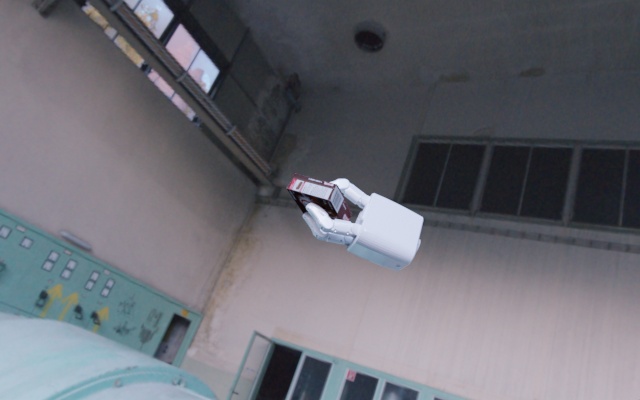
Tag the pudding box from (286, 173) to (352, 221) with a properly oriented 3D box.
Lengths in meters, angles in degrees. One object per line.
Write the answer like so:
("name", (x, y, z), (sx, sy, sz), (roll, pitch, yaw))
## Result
("pudding box", (0.000, 0.003, 0.869), (0.090, 0.039, 0.114), (15, -26, 26))
